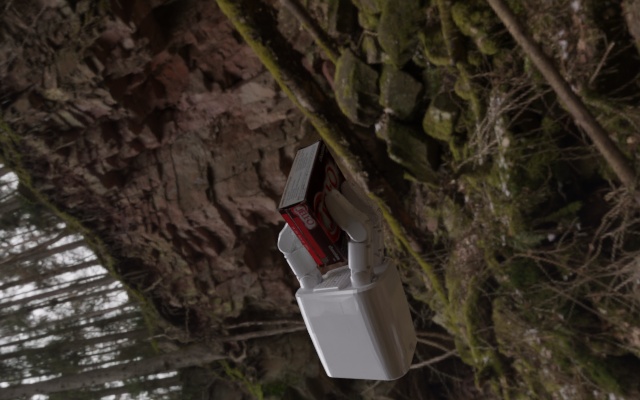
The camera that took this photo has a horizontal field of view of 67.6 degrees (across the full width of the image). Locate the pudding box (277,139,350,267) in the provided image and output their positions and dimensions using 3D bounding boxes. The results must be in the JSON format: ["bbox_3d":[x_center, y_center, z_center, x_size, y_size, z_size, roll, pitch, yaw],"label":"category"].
[{"bbox_3d":[0.000,0.002,0.520,0.039,0.090,0.113,-18,35,21],"label":"pudding box"}]
